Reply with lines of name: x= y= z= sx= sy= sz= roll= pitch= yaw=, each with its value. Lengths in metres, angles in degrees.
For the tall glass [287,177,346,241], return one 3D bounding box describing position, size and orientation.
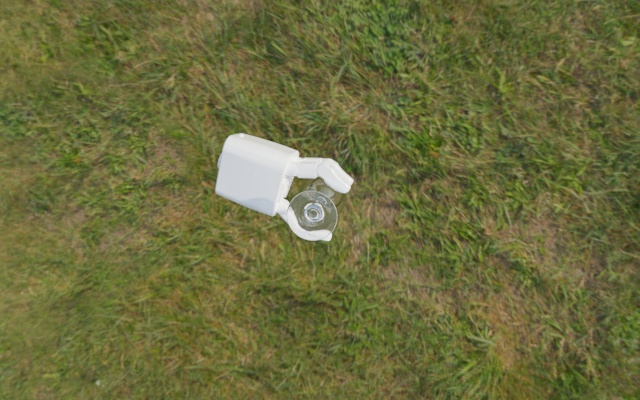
tall glass: x=0.000 y=0.003 z=0.783 sx=0.079 sy=0.079 sz=0.201 roll=0 pitch=11 yaw=8
